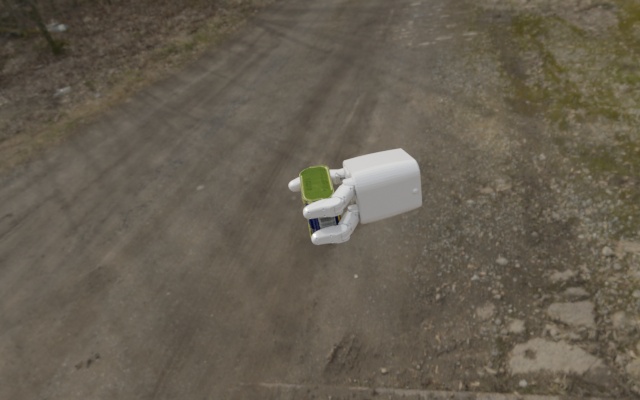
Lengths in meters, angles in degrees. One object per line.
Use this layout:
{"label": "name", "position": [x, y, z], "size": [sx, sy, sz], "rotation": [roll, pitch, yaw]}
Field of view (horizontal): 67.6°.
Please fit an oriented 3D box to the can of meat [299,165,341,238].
{"label": "can of meat", "position": [0.000, 0.002, 0.789], "size": [0.057, 0.084, 0.102], "rotation": [-12, 38, 1]}
